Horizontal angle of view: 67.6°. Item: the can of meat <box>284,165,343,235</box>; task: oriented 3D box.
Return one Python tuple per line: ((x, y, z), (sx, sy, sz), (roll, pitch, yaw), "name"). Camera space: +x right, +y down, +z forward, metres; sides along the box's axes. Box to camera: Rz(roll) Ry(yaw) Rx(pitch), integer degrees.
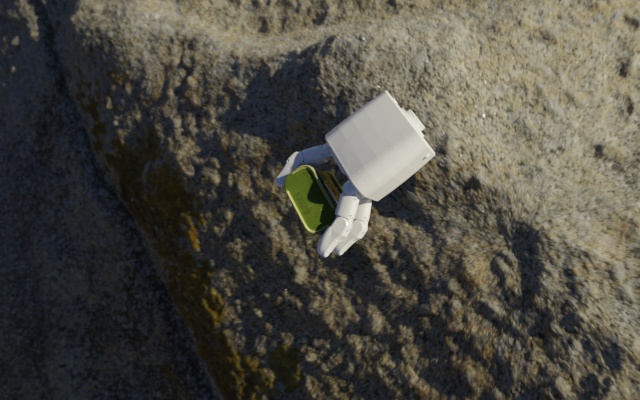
((0.000, 0.002, 0.681), (0.057, 0.102, 0.084), (-34, -16, 15), "can of meat")
